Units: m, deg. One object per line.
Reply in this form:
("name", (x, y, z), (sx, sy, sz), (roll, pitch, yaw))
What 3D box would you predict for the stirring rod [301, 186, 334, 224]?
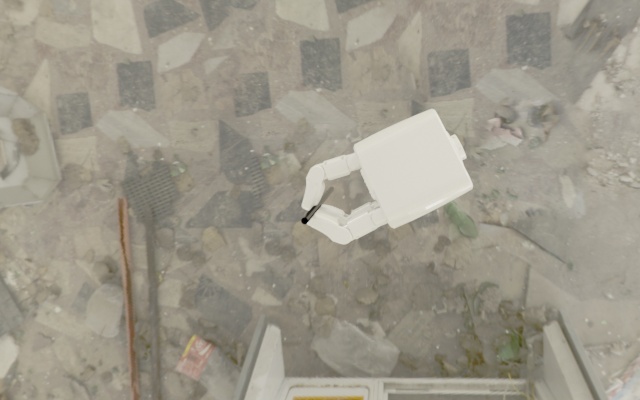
("stirring rod", (0.000, 0.002, 0.648), (0.011, 0.011, 0.239), (0, 10, 9))
